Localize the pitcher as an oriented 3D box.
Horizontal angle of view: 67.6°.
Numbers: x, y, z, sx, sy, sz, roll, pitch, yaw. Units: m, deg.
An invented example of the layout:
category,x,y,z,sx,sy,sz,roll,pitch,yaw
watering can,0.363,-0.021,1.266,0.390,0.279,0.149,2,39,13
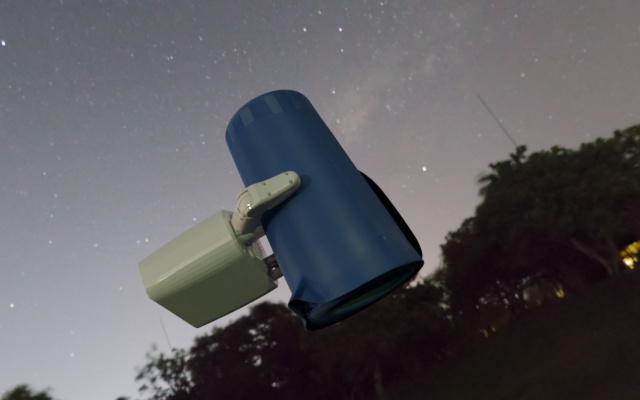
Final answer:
category,x,y,z,sx,sy,sz,roll,pitch,yaw
pitcher,0.000,0.002,0.516,0.145,0.242,0.149,-30,-22,2
